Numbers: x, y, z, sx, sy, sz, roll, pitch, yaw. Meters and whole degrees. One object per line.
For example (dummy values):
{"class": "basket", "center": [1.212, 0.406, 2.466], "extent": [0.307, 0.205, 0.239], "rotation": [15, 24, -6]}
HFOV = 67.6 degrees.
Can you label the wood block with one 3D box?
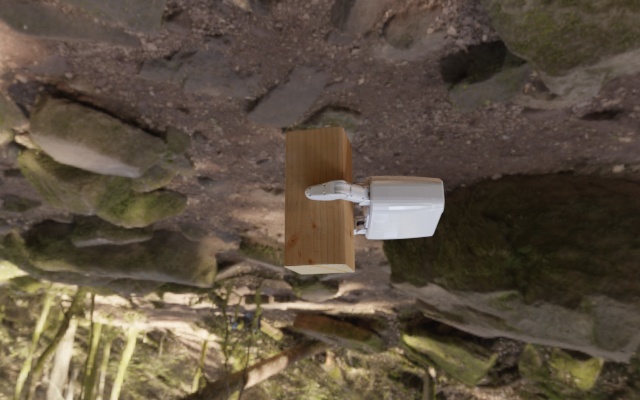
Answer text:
{"class": "wood block", "center": [0.000, 0.002, 0.728], "extent": [0.090, 0.206, 0.091], "rotation": [-4, -16, 13]}
